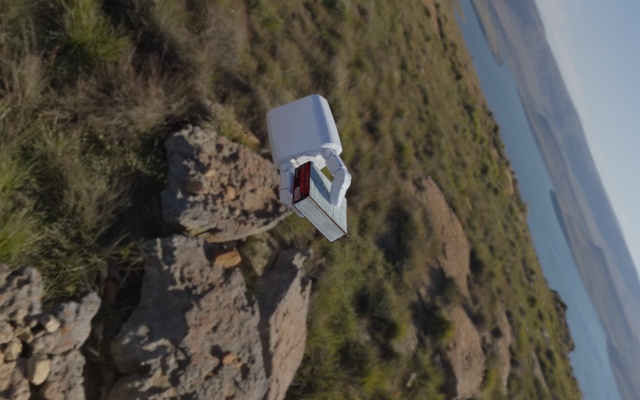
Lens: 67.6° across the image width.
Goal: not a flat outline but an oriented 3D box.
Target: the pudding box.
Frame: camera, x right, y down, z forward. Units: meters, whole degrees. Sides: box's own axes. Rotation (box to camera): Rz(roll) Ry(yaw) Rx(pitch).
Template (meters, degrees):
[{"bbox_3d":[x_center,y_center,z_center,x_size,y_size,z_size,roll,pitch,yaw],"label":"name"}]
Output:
[{"bbox_3d":[0.000,0.002,0.790,0.039,0.090,0.113,-28,-54,25],"label":"pudding box"}]
